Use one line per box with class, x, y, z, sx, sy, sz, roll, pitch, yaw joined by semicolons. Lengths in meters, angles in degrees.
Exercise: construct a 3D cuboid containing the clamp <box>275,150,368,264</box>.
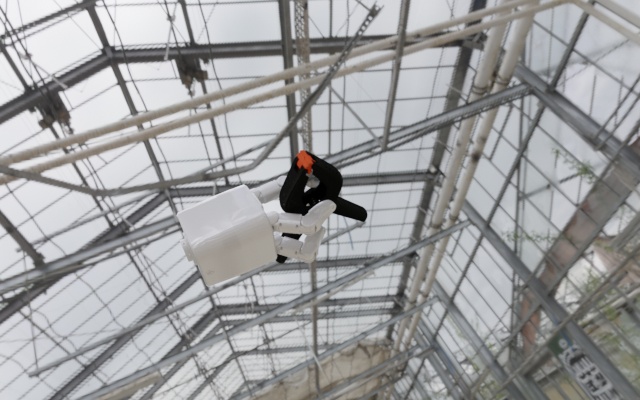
clamp;0.000;0.001;0.688;0.164;0.036;0.210;-23;-35;-17
